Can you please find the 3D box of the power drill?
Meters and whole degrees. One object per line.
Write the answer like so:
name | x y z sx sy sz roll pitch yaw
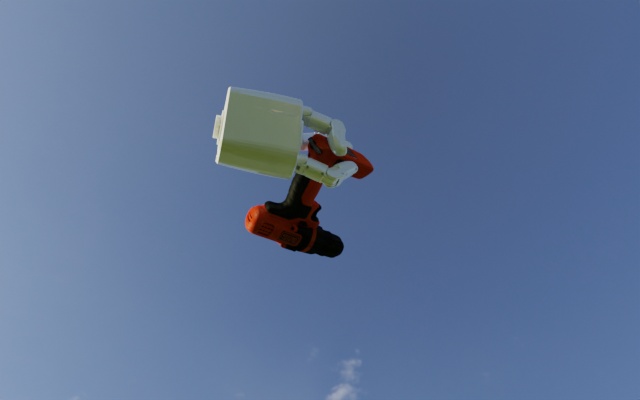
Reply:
power drill | 0.000 0.002 0.749 0.184 0.188 0.057 21 21 -34
